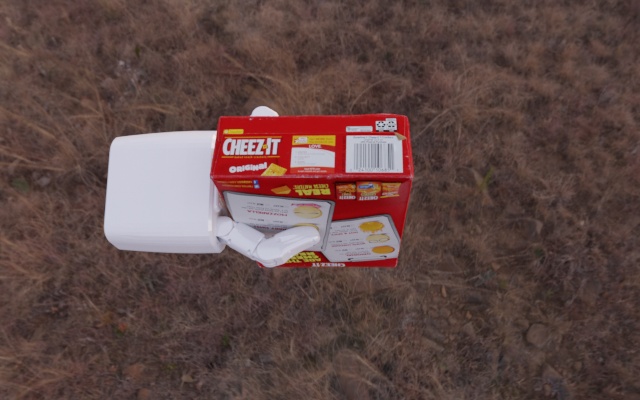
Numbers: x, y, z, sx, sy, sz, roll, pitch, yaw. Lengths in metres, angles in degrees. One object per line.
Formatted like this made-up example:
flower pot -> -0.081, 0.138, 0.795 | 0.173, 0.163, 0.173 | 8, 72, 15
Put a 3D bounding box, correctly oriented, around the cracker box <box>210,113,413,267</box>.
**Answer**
cracker box -> 0.000, 0.002, 0.481 | 0.164, 0.072, 0.214 | 0, -27, 5
